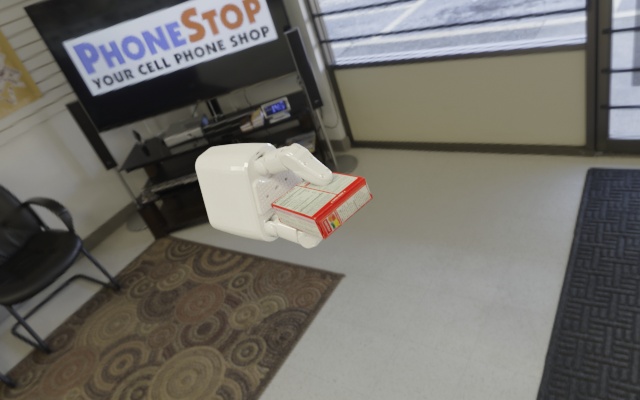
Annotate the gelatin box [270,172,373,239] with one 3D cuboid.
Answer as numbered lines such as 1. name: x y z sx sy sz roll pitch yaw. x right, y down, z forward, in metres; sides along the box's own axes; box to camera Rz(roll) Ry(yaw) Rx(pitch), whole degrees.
1. gelatin box: 0.000 0.001 0.514 0.073 0.030 0.089 -39 29 -24
